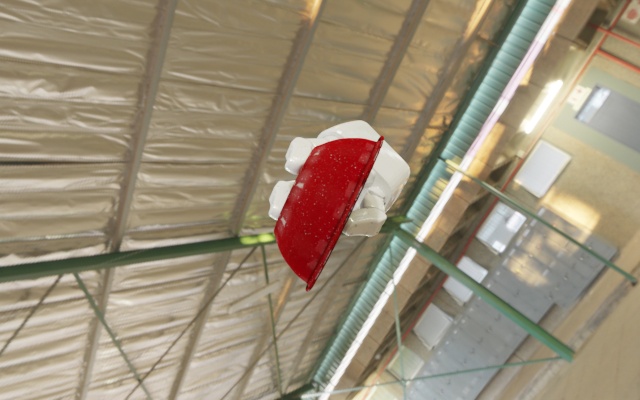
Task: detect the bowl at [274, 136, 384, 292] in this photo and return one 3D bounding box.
[{"bbox_3d":[0.000,0.002,0.449,0.055,0.162,0.162,26,0,0],"label":"bowl"}]
